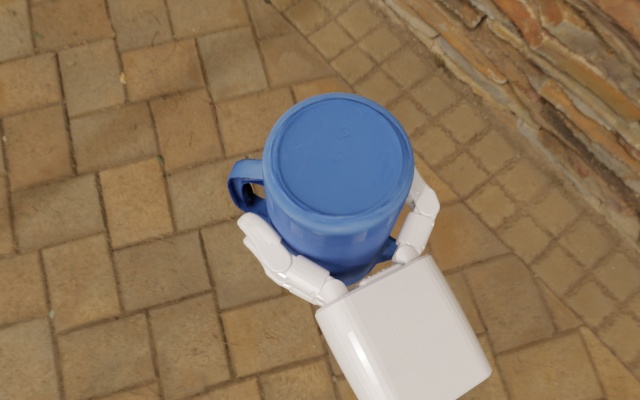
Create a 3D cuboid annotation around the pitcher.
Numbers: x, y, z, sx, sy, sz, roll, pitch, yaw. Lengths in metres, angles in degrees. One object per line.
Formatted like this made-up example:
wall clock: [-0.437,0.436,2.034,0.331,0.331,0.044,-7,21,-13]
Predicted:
pitcher: [0.000,0.002,0.442,0.149,0.145,0.243,-25,-15,-8]
